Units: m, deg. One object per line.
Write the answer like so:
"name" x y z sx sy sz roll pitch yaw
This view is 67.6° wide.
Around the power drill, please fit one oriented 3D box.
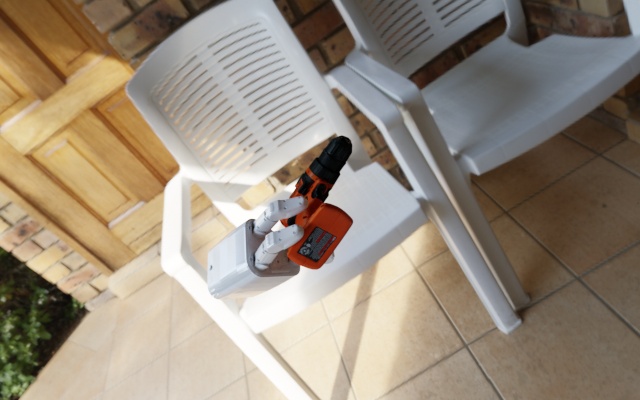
"power drill" 0.000 0.003 0.726 0.057 0.184 0.187 27 21 -16
